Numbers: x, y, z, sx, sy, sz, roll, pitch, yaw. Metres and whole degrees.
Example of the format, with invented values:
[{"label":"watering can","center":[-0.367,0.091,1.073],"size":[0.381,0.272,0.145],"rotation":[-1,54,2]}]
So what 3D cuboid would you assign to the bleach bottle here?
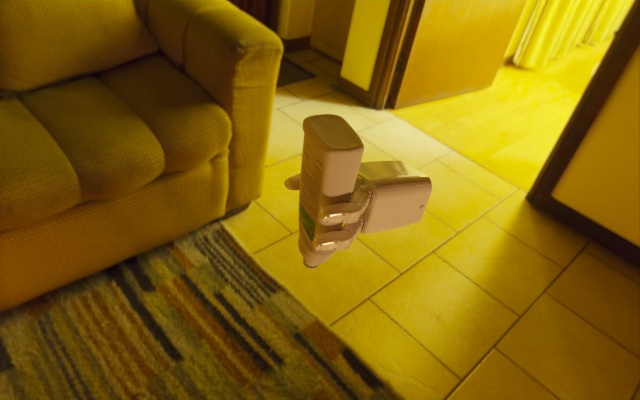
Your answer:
[{"label":"bleach bottle","center":[0.000,0.002,0.727],"size":[0.068,0.251,0.102],"rotation":[-9,43,-23]}]
